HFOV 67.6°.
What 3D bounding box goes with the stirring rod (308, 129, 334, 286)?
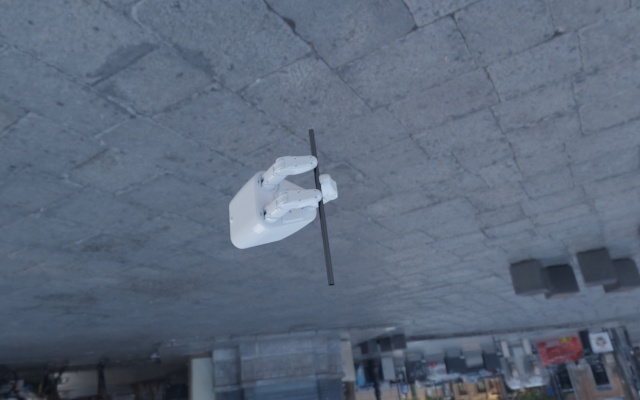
[{"bbox_3d":[0.000,0.002,0.679,0.011,0.239,0.011,-6,-24,-3],"label":"stirring rod"}]
